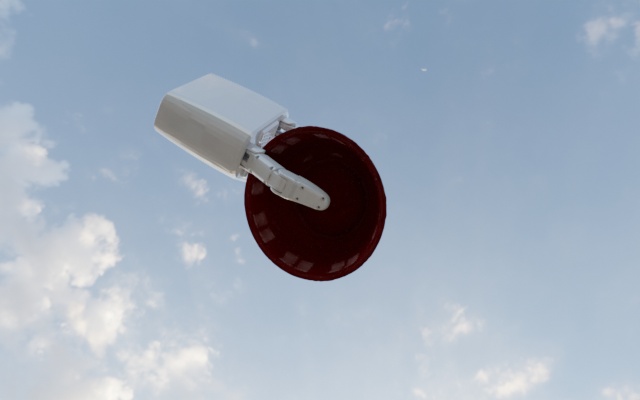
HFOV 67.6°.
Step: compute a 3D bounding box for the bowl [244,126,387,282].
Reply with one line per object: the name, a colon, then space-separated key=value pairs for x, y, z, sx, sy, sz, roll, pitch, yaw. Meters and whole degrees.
bowl: x=0.001 y=0.003 z=0.514 sx=0.162 sy=0.162 sz=0.055 roll=0 pitch=8 yaw=24
